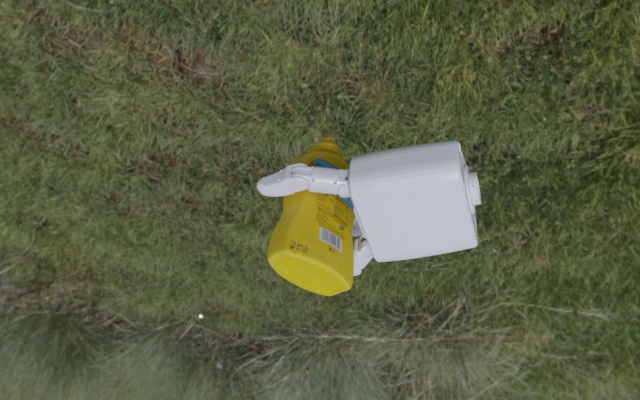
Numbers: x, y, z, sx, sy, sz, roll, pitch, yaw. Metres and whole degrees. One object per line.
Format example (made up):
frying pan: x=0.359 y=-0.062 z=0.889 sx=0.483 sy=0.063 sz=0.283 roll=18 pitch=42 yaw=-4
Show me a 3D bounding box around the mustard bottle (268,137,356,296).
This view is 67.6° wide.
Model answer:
mustard bottle: x=0.000 y=0.002 z=0.533 sx=0.096 sy=0.191 sz=0.058 roll=33 pitch=-44 yaw=-29
